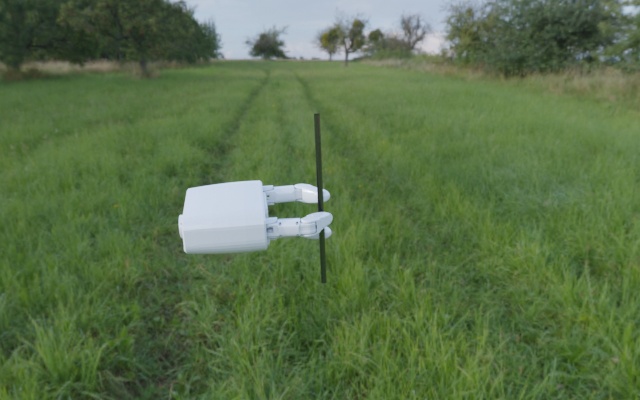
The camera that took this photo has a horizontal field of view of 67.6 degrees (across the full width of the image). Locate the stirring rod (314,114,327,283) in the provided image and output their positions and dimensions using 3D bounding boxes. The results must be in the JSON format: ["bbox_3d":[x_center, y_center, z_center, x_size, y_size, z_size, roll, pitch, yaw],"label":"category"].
[{"bbox_3d":[0.000,0.002,0.659,0.011,0.239,0.011,-2,15,1],"label":"stirring rod"}]
